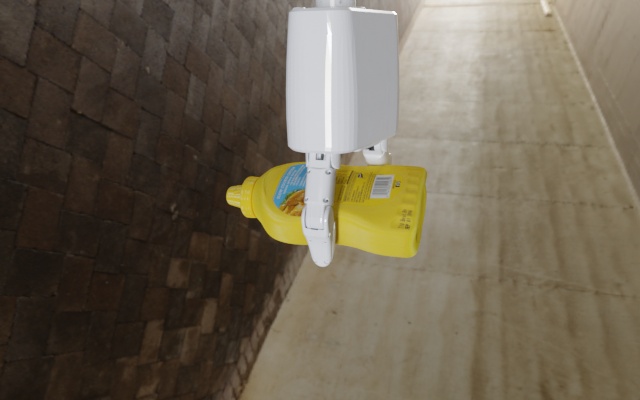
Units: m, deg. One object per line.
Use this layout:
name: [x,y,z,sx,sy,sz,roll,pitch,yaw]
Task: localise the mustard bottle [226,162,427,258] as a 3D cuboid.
mustard bottle: [0.000,0.002,0.453,0.191,0.058,0.096,5,43,16]
